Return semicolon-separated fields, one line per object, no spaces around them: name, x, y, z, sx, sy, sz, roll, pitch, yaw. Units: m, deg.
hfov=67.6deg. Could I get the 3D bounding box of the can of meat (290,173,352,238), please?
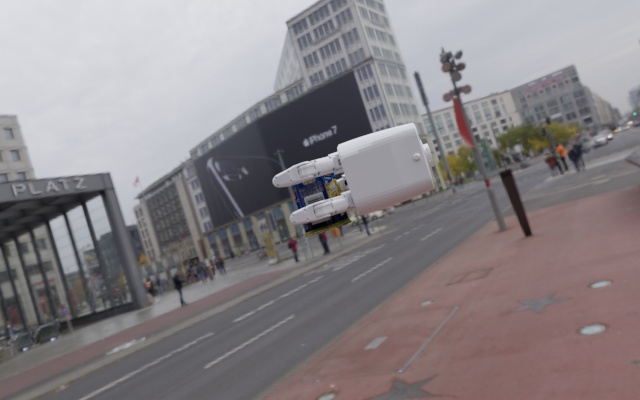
can of meat;0.000;0.002;0.685;0.057;0.084;0.102;-18;-2;14
